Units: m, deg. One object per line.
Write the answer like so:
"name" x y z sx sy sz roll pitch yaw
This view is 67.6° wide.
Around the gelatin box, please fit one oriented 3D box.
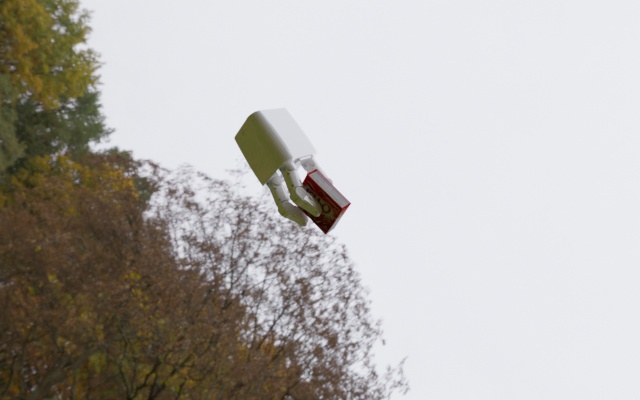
"gelatin box" 0.001 0.003 0.818 0.030 0.089 0.073 -32 -19 -44
